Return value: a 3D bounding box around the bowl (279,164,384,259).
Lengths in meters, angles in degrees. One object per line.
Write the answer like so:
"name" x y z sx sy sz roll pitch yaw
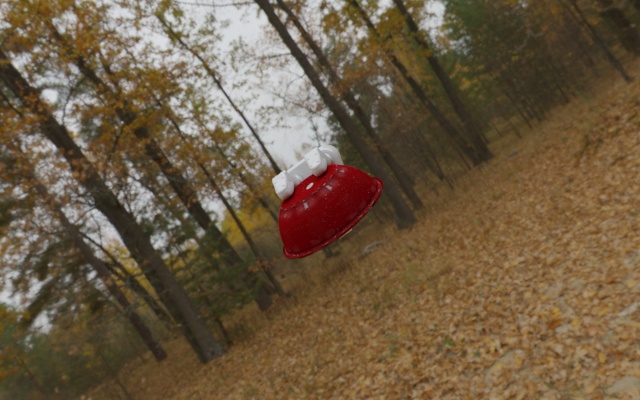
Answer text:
"bowl" 0.000 0.002 0.619 0.162 0.055 0.162 -35 16 11
